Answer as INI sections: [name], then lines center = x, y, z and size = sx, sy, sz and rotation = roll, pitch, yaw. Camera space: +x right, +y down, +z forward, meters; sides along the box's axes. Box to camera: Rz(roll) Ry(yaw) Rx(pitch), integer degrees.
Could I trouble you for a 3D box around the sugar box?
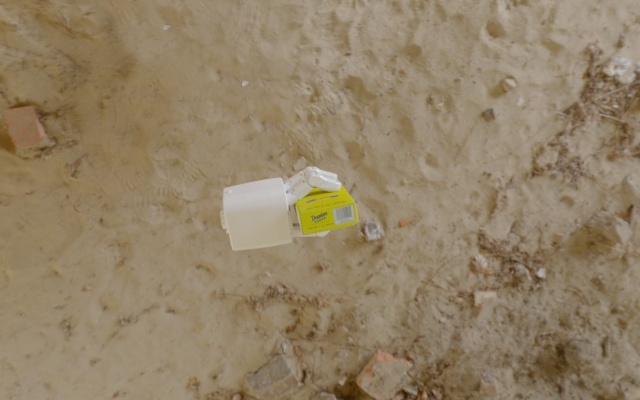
[sugar box]
center = 0.000, 0.002, 0.834
size = 0.093, 0.048, 0.176
rotation = -11, 21, -7
